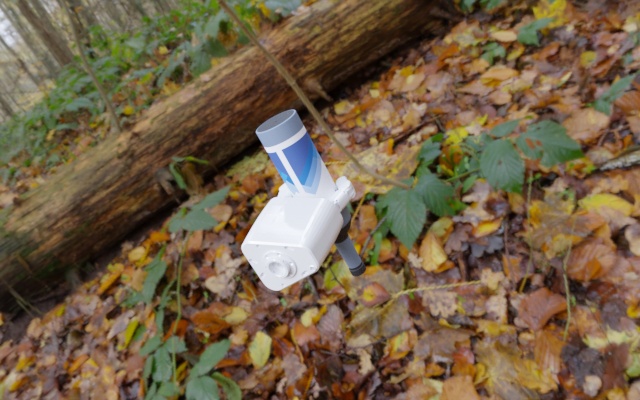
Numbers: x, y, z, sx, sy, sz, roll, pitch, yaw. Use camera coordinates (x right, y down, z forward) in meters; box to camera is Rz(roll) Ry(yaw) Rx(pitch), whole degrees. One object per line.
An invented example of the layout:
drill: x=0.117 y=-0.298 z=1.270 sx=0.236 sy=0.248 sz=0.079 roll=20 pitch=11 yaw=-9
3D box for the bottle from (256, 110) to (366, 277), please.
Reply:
bottle: x=0.000 y=0.002 z=0.754 sx=0.069 sy=0.296 sz=0.069 roll=-24 pitch=24 yaw=11
